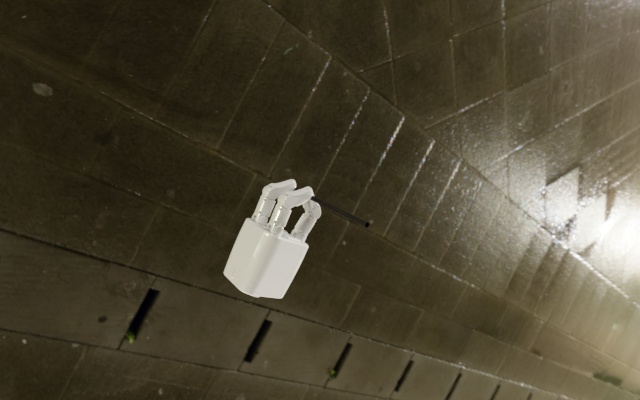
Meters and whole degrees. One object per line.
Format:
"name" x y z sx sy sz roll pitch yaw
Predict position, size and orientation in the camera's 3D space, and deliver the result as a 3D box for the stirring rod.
"stirring rod" 0.000 0.003 0.772 0.011 0.011 0.239 0 16 -35
